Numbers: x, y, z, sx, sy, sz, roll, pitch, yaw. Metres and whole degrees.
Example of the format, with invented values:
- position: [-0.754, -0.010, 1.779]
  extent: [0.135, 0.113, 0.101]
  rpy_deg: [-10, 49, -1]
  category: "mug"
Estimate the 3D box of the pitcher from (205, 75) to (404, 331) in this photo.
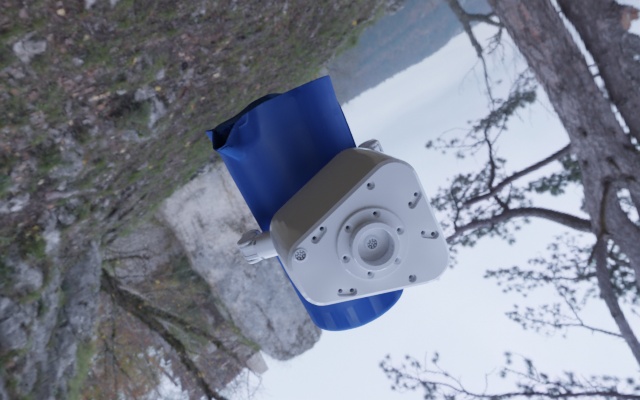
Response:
- position: [0.000, 0.002, 0.500]
  extent: [0.149, 0.243, 0.145]
  rpy_deg: [-26, 12, -7]
  category: "pitcher"
